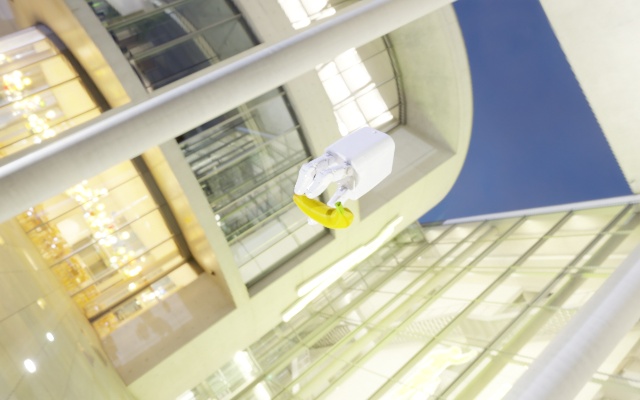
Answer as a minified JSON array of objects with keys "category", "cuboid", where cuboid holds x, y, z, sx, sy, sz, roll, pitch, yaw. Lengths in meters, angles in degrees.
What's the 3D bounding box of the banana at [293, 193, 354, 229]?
[{"category":"banana","cuboid":[0.010,0.019,0.866,0.037,0.070,0.198,-36,18,-20]}]
